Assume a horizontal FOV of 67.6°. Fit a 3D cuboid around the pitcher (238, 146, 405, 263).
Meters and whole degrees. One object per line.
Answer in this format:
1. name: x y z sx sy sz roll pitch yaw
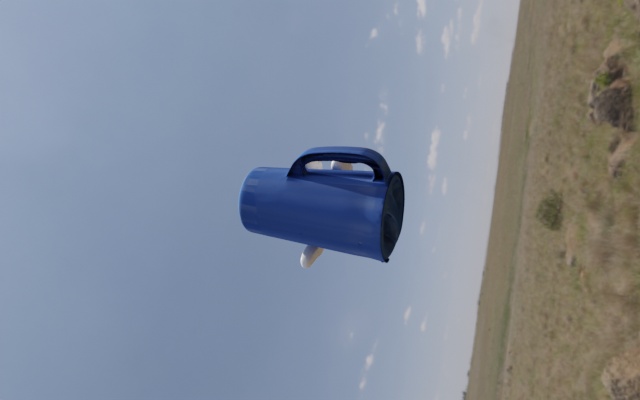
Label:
1. pitcher: 0.000 0.002 0.728 0.243 0.149 0.145 7 -8 22
